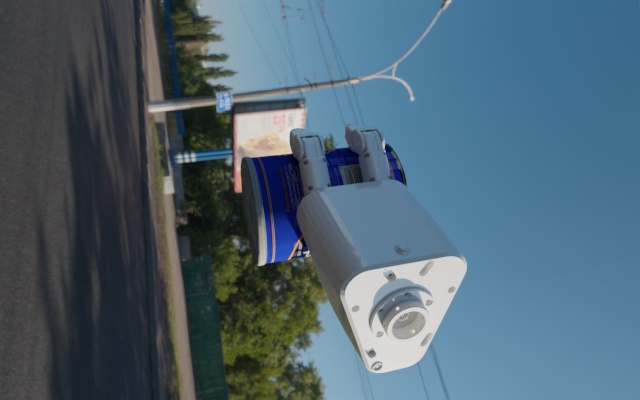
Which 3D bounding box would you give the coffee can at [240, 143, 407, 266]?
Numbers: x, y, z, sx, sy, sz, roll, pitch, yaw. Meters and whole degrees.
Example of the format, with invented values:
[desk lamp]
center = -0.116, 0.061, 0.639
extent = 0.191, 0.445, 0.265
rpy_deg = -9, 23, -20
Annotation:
[coffee can]
center = 0.000, 0.002, 0.464
extent = 0.140, 0.103, 0.103
rpy_deg = -8, 2, -14
